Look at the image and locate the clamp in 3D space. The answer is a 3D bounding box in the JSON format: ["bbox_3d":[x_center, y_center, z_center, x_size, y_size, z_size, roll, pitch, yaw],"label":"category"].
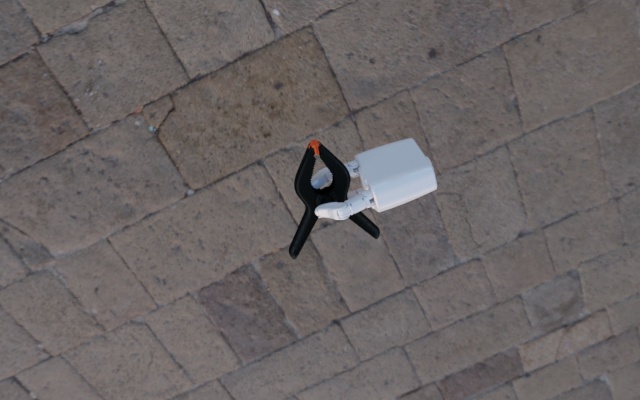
[{"bbox_3d":[0.000,0.002,0.808,0.164,0.210,0.036,-20,26,-2],"label":"clamp"}]
